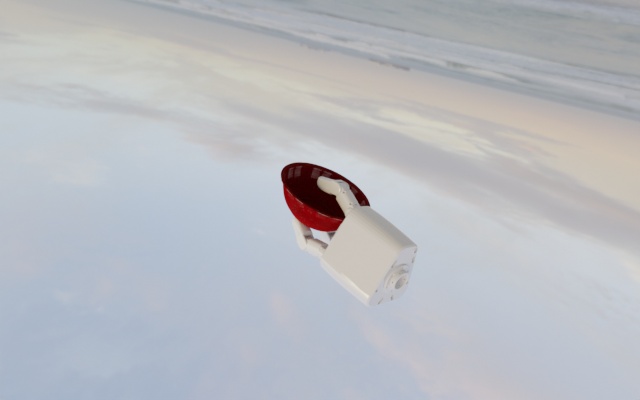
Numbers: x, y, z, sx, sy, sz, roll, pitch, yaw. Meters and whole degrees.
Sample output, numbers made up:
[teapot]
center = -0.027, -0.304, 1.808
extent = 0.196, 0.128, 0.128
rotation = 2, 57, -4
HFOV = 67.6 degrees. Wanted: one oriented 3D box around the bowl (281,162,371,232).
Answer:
[bowl]
center = -0.001, 0.002, 0.798
extent = 0.162, 0.055, 0.162
rotation = 20, 29, -12
